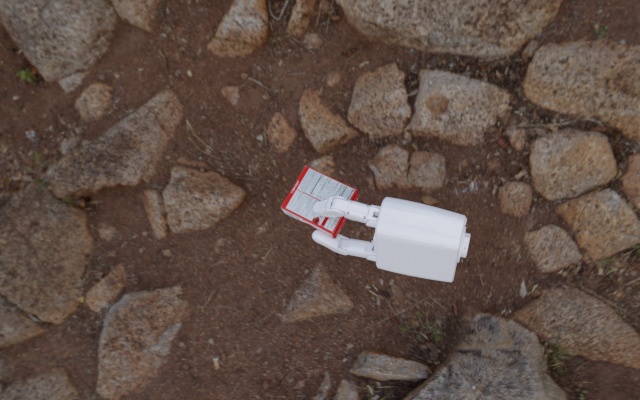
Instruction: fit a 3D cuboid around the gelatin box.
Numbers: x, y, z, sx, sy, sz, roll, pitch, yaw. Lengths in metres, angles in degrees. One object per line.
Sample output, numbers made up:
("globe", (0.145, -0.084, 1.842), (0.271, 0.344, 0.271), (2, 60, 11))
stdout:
("gelatin box", (0.000, 0.002, 0.682), (0.089, 0.073, 0.030), (26, -13, 16))
